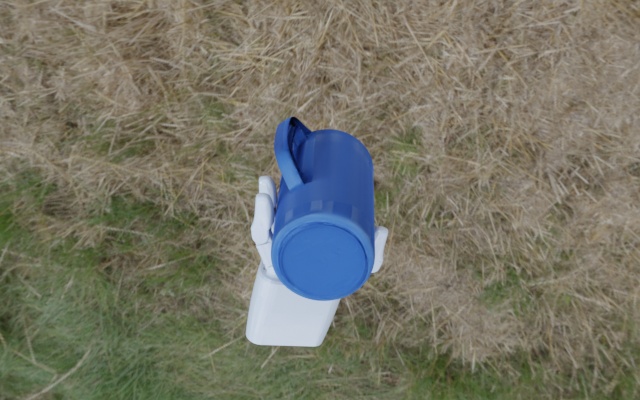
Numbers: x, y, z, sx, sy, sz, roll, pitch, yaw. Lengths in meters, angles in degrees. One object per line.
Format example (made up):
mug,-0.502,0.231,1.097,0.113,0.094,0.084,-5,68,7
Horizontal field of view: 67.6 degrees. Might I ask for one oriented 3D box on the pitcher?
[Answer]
pitcher,0.000,0.002,0.587,0.149,0.145,0.242,14,25,-4
